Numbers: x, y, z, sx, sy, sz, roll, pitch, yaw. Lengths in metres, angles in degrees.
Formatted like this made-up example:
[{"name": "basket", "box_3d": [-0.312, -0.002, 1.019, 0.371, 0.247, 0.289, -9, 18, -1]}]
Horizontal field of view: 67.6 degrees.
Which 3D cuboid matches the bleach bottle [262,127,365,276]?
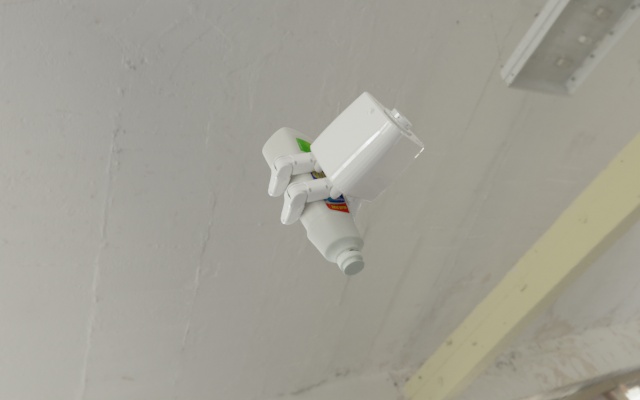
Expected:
[{"name": "bleach bottle", "box_3d": [0.000, 0.002, 0.665, 0.102, 0.068, 0.250, 26, 25, -44]}]
